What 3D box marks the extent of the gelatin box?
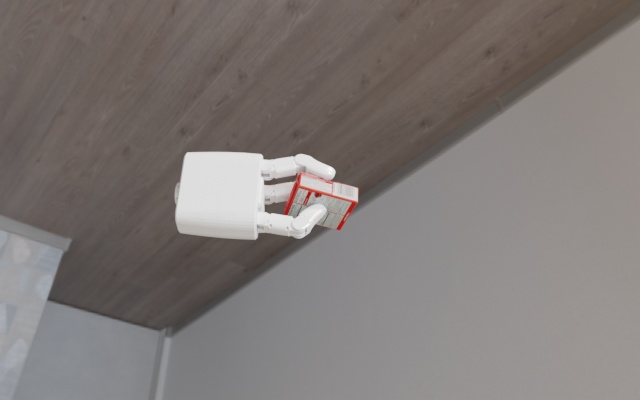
[{"bbox_3d":[0.000,0.003,0.677,0.089,0.030,0.073,15,-41,-10],"label":"gelatin box"}]
